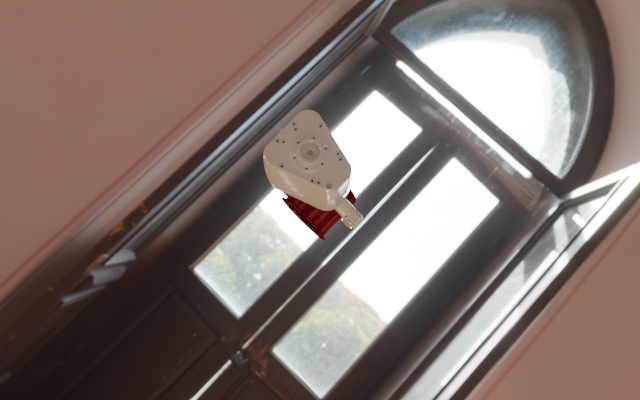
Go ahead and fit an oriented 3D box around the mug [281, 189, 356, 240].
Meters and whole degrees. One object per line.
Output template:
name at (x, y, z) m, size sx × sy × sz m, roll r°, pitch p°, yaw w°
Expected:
mug at (0.000, 0.003, 0.753) m, size 0.093 × 0.081 × 0.117 m, roll 44°, pitch -8°, yaw 6°
